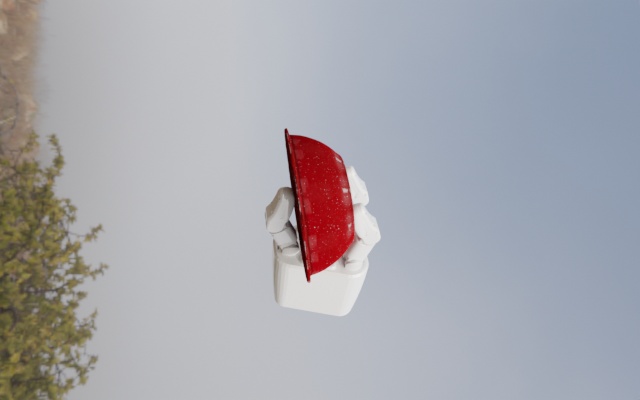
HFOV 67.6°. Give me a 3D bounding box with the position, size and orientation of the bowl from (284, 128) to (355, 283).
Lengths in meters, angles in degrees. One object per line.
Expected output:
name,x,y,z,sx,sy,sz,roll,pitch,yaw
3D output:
bowl,0.001,0.001,0.498,0.055,0.162,0.162,-9,1,-4
